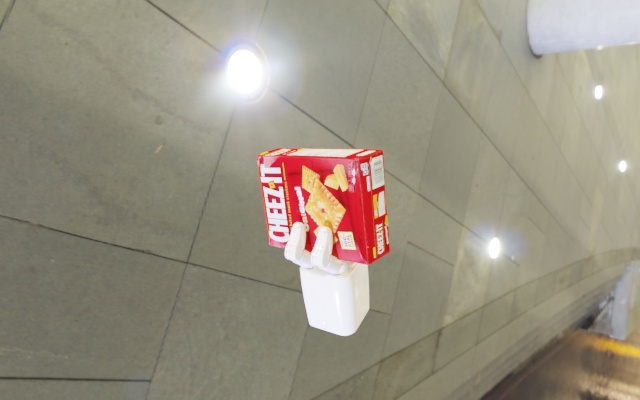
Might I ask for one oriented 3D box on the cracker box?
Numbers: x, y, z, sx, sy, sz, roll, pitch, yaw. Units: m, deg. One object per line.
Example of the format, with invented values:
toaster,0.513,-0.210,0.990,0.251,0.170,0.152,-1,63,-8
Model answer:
cracker box,0.000,0.002,0.764,0.213,0.164,0.072,6,19,39
